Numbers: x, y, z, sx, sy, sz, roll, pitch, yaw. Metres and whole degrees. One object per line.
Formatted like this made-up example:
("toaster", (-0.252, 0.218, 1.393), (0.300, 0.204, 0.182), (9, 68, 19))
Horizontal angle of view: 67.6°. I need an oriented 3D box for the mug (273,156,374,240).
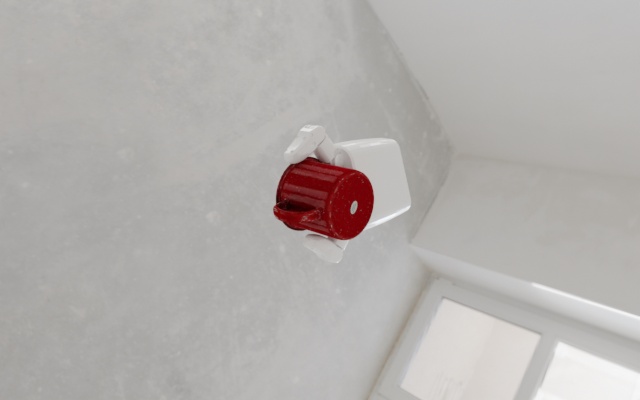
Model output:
("mug", (-0.001, 0.002, 0.551), (0.117, 0.093, 0.081), (-17, 23, -42))
